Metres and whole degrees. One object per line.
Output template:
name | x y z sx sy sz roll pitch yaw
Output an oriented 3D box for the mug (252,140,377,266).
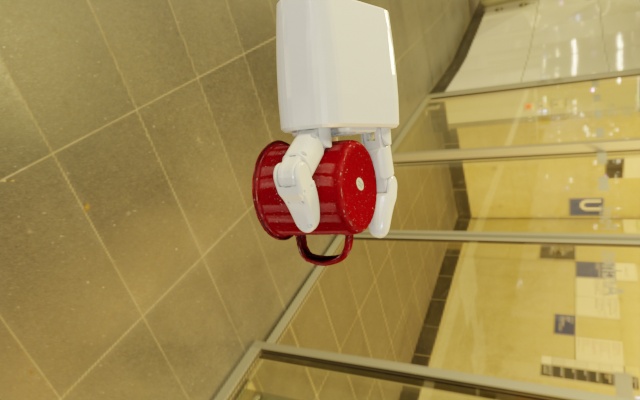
mug | 0.000 0.003 0.427 0.081 0.117 0.093 -2 6 29
